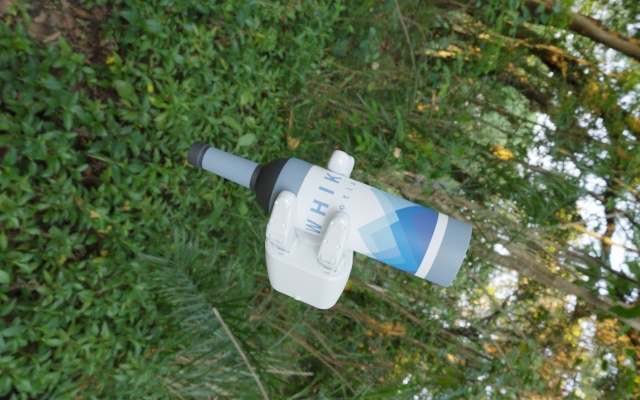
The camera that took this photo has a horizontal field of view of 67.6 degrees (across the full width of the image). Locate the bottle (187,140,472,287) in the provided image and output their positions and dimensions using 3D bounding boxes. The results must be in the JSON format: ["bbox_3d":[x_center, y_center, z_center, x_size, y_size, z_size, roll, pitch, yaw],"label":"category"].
[{"bbox_3d":[0.000,0.002,0.490,0.295,0.069,0.069,21,3,8],"label":"bottle"}]
